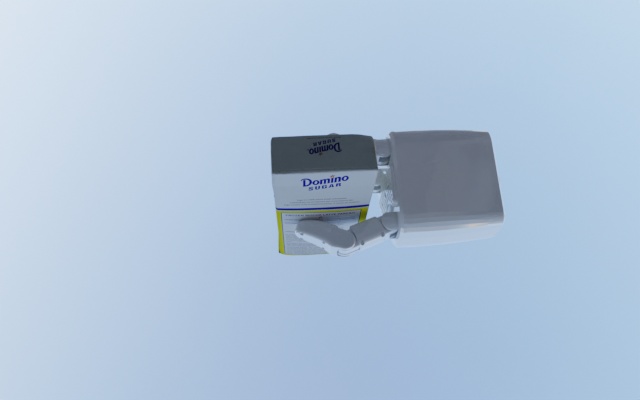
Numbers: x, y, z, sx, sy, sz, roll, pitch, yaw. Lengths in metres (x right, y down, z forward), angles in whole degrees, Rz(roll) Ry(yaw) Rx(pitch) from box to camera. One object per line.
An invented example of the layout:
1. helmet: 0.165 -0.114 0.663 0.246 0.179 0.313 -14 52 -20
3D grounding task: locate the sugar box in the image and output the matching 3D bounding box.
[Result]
1. sugar box: 0.000 0.001 0.483 0.093 0.048 0.176 -2 -32 -4
